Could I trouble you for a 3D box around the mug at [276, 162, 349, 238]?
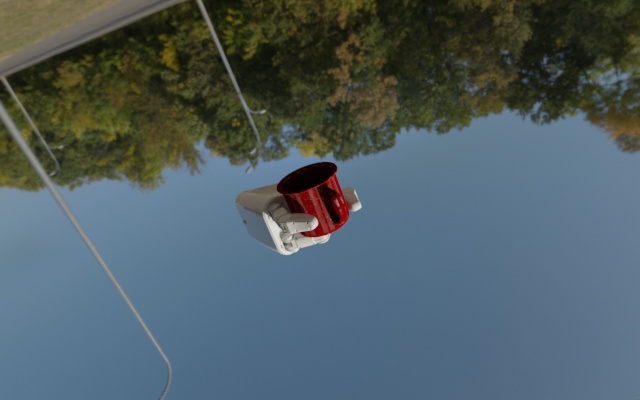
[{"bbox_3d":[0.001,0.003,0.690,0.093,0.081,0.117,-34,27,-26],"label":"mug"}]
